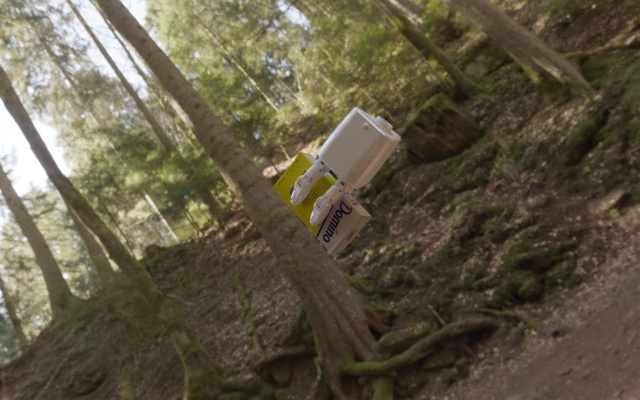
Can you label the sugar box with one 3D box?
[{"bbox_3d":[0.000,0.003,0.872,0.176,0.093,0.048,47,21,25],"label":"sugar box"}]
